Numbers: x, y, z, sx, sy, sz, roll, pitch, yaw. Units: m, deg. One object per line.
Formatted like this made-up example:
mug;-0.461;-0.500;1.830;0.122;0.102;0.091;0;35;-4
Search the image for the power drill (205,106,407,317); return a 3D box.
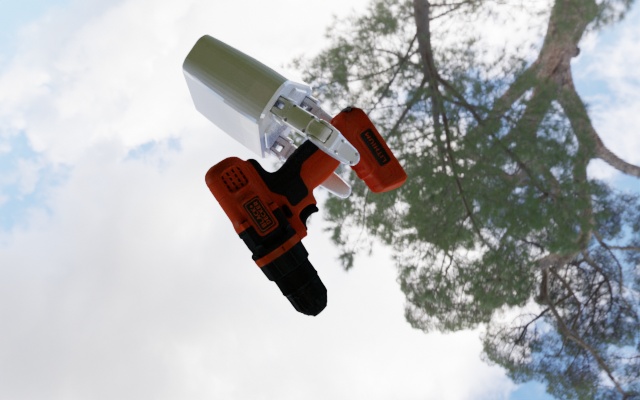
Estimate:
power drill;0.000;0.001;0.506;0.187;0.184;0.057;-36;5;-21
